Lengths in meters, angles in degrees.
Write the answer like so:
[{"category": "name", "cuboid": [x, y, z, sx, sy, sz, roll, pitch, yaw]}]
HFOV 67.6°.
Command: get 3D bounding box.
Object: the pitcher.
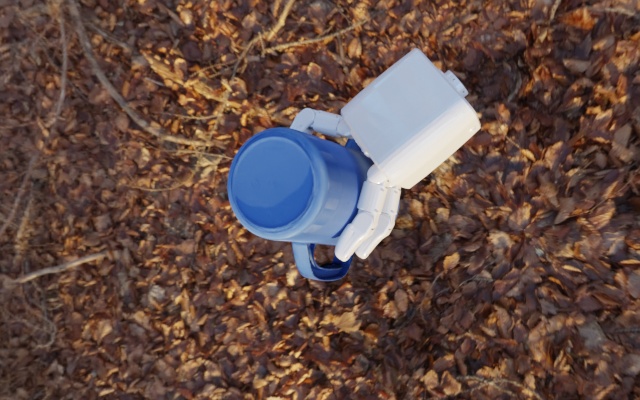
[{"category": "pitcher", "cuboid": [0.000, 0.002, 0.554, 0.145, 0.149, 0.243, -40, -17, 16]}]
